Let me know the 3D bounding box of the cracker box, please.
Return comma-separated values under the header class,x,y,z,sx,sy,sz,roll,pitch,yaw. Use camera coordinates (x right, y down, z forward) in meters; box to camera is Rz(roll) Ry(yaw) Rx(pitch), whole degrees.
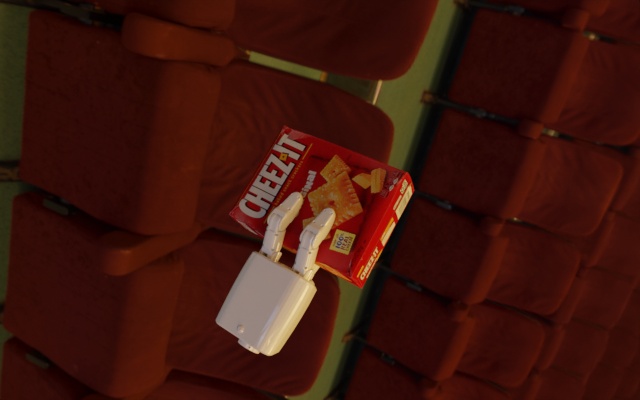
class,x,y,z,sx,sy,sz,roll,pitch,yaw
cracker box,0.000,0.002,0.684,0.213,0.164,0.072,24,-14,25
